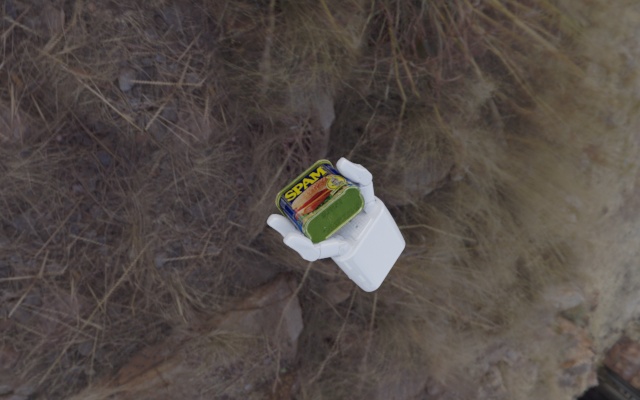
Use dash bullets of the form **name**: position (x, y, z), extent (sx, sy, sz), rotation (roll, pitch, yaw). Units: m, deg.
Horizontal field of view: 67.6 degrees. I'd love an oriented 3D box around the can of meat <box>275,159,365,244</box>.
- **can of meat**: position (0.000, 0.002, 0.673), extent (0.102, 0.057, 0.084), rotation (-39, 42, -7)
